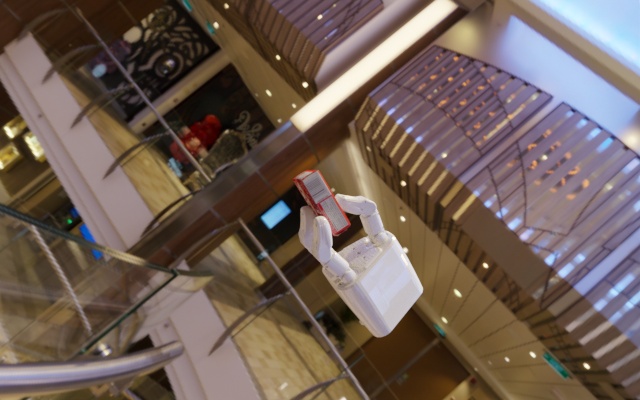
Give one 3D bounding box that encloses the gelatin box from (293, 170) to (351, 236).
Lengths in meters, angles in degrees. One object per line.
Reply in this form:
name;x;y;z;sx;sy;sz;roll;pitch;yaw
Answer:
gelatin box;0.000;0.002;0.652;0.030;0.089;0.073;-32;10;-8
